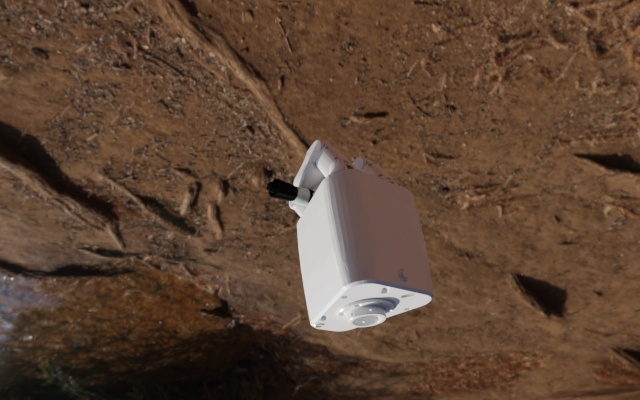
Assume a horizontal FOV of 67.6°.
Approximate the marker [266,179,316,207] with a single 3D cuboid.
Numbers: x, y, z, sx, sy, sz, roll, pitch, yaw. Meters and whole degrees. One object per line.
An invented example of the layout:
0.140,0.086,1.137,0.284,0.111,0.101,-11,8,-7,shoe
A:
0.000,0.002,0.480,0.121,0.020,0.020,17,-9,-33,marker
